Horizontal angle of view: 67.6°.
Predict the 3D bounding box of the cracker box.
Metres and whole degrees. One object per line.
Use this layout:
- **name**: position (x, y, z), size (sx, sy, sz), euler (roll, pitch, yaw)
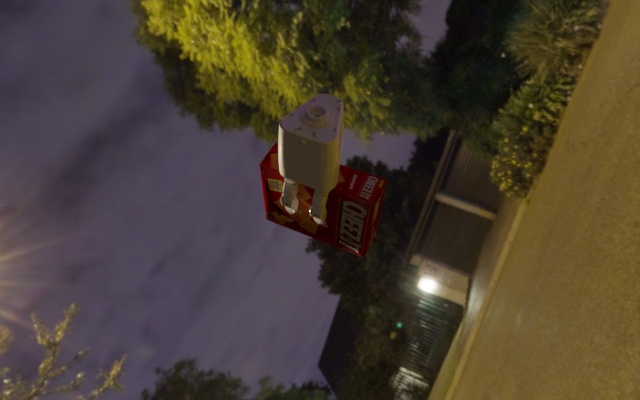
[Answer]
- **cracker box**: position (0.000, 0.003, 0.873), size (0.213, 0.072, 0.164), euler (21, -37, 14)
